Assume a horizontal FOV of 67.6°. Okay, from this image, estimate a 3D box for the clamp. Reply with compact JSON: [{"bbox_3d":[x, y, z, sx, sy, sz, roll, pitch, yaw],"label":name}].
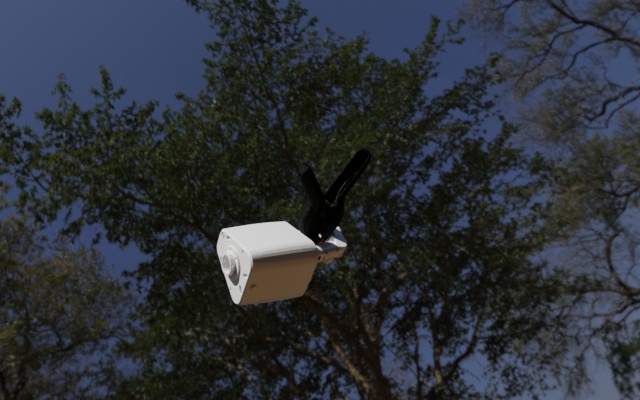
[{"bbox_3d":[0.000,0.002,0.685,0.120,0.171,0.039,-4,37,-37],"label":"clamp"}]
